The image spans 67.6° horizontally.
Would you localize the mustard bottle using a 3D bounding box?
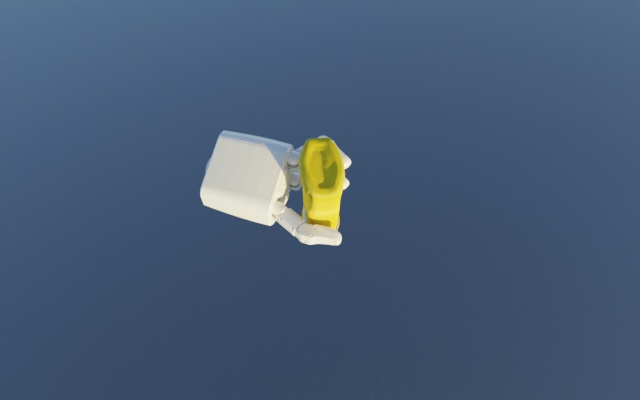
[{"bbox_3d":[0.000,0.002,0.688,0.058,0.096,0.192,-6,-30,-5],"label":"mustard bottle"}]
